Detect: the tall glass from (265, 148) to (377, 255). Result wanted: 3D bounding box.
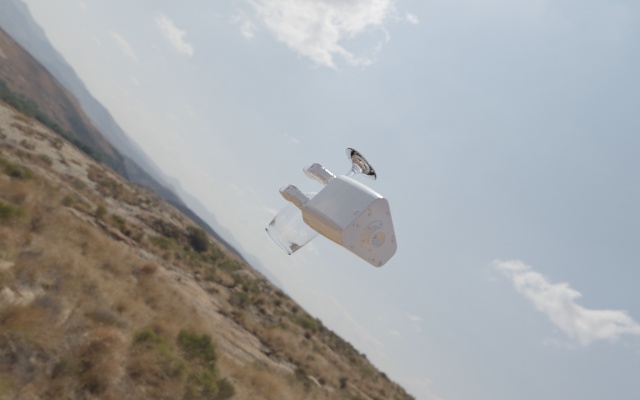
[{"bbox_3d":[0.001,0.002,0.812,0.201,0.079,0.079,-43,10,-11],"label":"tall glass"}]
